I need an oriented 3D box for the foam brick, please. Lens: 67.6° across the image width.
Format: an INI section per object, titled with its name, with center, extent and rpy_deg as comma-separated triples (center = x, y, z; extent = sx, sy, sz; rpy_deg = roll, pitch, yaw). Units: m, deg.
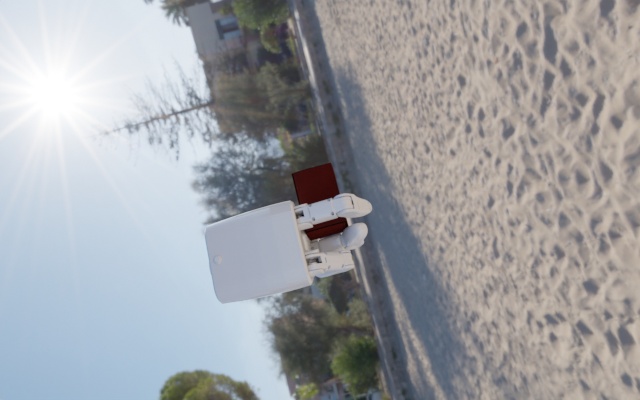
[foam brick]
center = 0.000, 0.002, 0.583
extent = 0.051, 0.078, 0.053
rpy_deg = -15, -17, 3
